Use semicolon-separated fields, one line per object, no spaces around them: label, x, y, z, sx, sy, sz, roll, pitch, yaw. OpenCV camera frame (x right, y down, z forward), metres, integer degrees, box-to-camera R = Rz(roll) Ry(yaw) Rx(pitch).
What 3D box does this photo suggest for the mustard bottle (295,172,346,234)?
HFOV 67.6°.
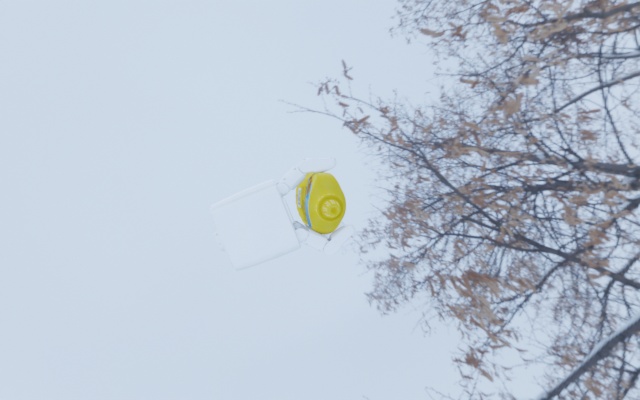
mustard bottle;0.000;0.002;0.757;0.058;0.096;0.191;2;6;-11
